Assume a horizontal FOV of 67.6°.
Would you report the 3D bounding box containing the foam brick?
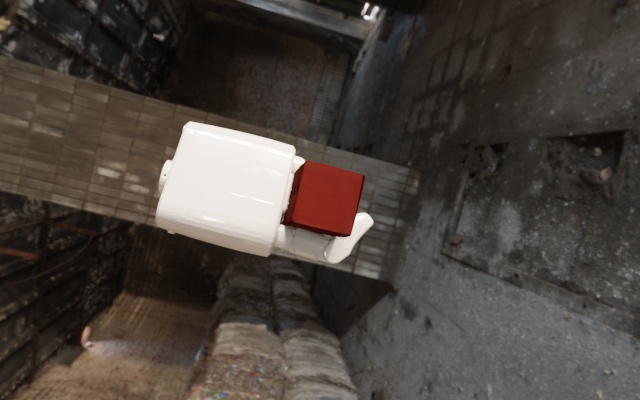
[{"bbox_3d":[0.000,0.001,0.416,0.051,0.053,0.078,15,-8,-9],"label":"foam brick"}]
